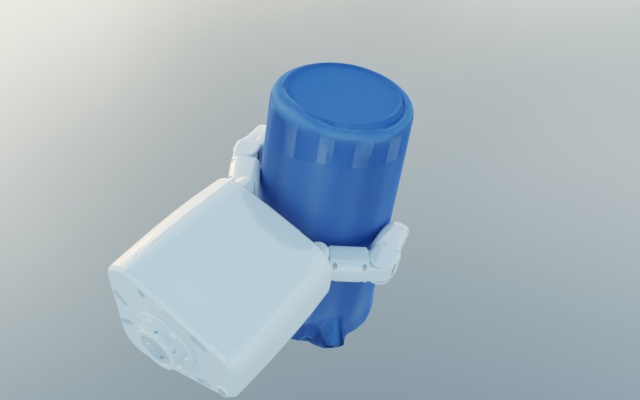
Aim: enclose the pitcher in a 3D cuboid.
[{"bbox_3d":[0.000,0.002,0.436,0.149,0.243,0.145,27,45,19],"label":"pitcher"}]
